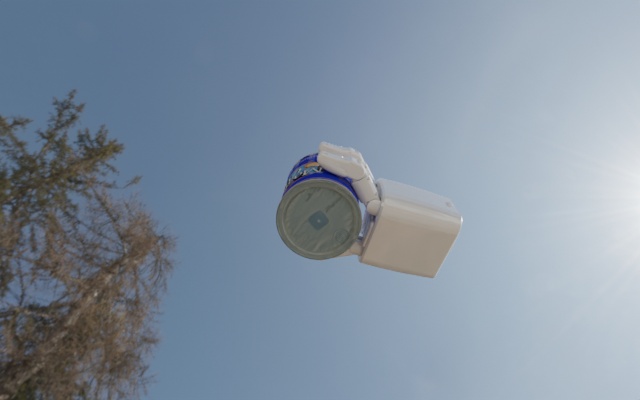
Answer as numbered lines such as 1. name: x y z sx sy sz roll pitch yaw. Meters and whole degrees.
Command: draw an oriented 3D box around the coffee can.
1. coffee can: 0.000 0.002 0.631 0.103 0.103 0.140 0 19 2
